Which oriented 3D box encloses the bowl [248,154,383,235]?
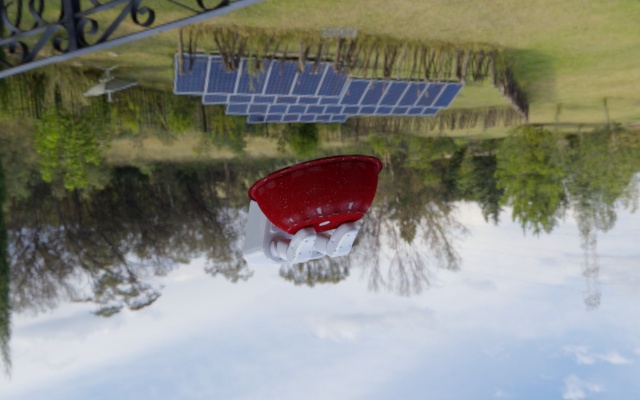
[{"bbox_3d":[0.000,0.002,0.553,0.162,0.055,0.162,-12,-14,-3],"label":"bowl"}]
